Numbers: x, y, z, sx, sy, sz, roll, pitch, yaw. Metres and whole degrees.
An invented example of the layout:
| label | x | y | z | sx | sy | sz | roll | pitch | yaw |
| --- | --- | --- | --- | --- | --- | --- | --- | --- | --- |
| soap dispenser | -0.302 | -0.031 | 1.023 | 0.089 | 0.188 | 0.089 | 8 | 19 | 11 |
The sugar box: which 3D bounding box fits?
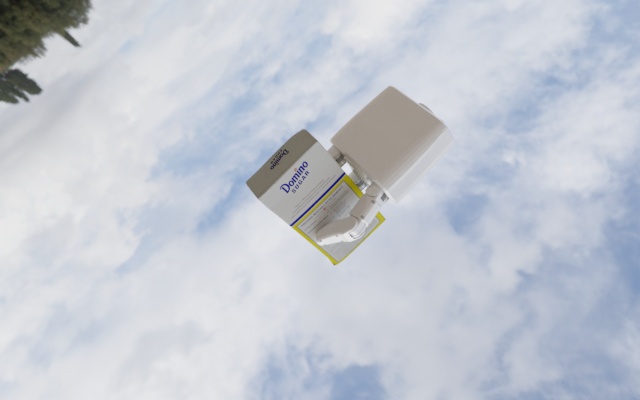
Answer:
| label | x | y | z | sx | sy | sz | roll | pitch | yaw |
| --- | --- | --- | --- | --- | --- | --- | --- | --- | --- |
| sugar box | 0.000 | 0.002 | 0.582 | 0.176 | 0.093 | 0.048 | 46 | 0 | -41 |
